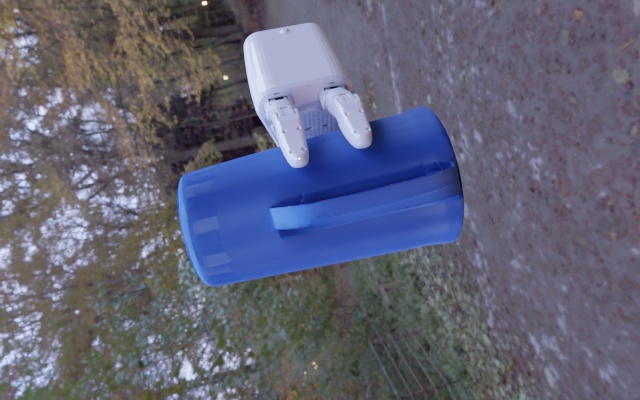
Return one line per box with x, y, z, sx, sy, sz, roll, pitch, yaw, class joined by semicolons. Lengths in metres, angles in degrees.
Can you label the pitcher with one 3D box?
0.000;0.001;0.439;0.243;0.145;0.149;-14;-38;-5;pitcher
